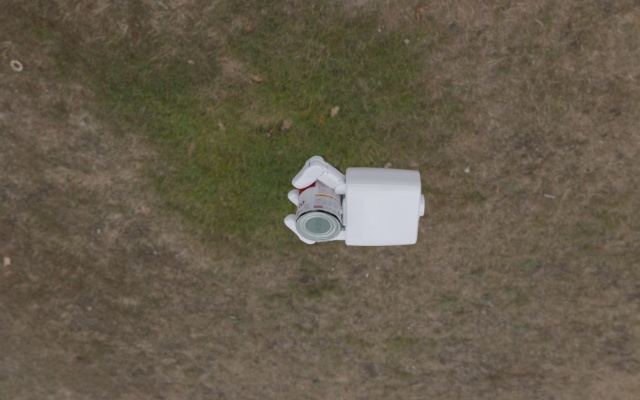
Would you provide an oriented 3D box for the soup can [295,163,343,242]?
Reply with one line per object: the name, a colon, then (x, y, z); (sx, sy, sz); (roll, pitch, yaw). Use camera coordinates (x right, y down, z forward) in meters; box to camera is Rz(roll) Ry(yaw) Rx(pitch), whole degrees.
soup can: (0.000, 0.002, 0.708); (0.068, 0.102, 0.069); (2, -44, 2)
